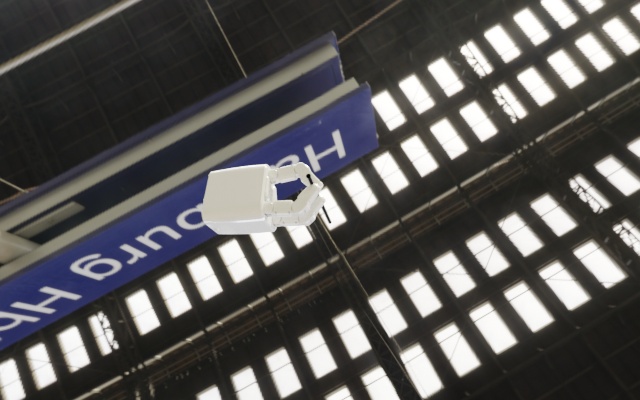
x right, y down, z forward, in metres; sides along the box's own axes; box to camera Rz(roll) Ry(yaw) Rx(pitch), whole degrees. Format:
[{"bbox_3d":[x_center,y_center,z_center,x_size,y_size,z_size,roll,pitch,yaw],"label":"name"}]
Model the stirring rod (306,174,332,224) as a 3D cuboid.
[{"bbox_3d":[0.000,0.003,0.866,0.011,0.011,0.240,0,-20,10],"label":"stirring rod"}]
